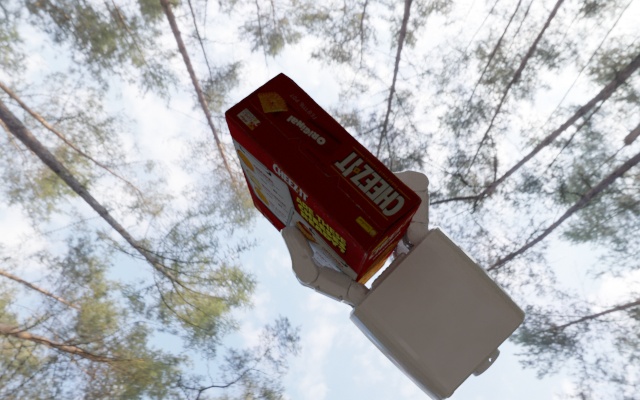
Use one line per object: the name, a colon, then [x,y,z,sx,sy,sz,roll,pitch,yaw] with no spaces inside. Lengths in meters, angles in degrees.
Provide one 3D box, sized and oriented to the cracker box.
cracker box: [0.000,0.002,0.468,0.072,0.164,0.214,-42,-15,-15]
